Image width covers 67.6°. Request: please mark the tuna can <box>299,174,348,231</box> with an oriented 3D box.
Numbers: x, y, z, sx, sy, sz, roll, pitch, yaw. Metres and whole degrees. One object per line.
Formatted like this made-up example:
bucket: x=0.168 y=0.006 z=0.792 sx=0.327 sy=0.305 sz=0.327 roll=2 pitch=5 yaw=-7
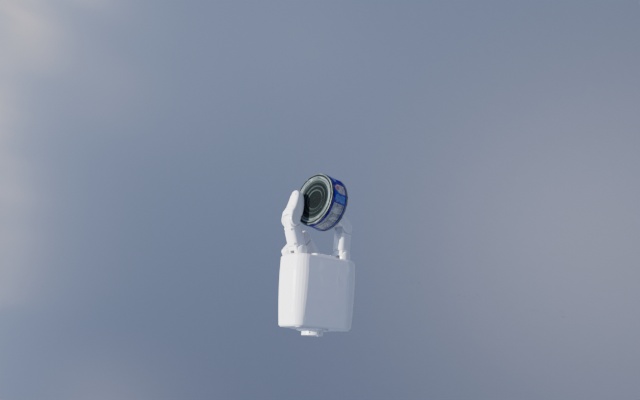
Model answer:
tuna can: x=0.000 y=0.002 z=0.743 sx=0.034 sy=0.086 sz=0.086 roll=23 pitch=-15 yaw=-40
